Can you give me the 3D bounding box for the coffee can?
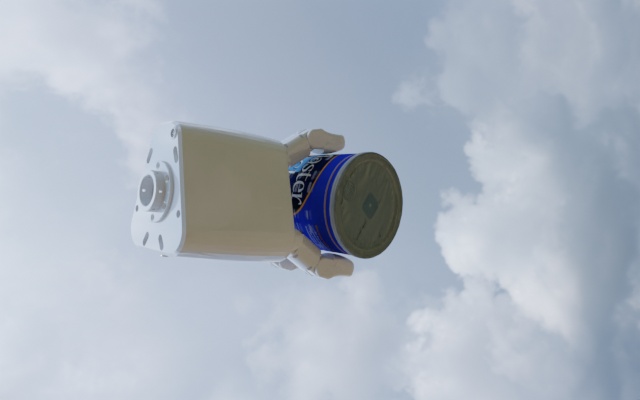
[{"bbox_3d":[0.000,0.002,0.506,0.103,0.103,0.140,0,3,-44],"label":"coffee can"}]
